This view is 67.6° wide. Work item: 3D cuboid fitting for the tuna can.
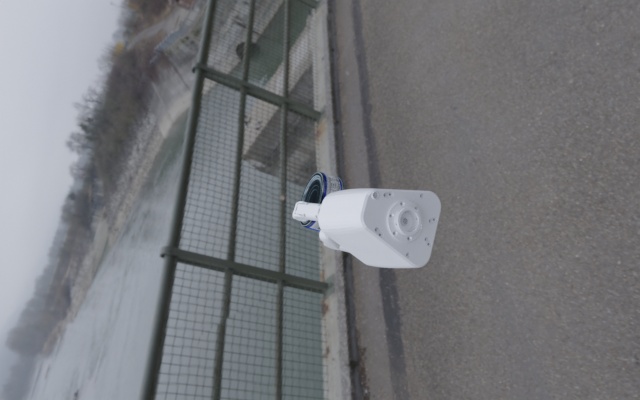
[{"bbox_3d":[0.000,0.002,0.704,0.034,0.086,0.086,16,-6,-21],"label":"tuna can"}]
